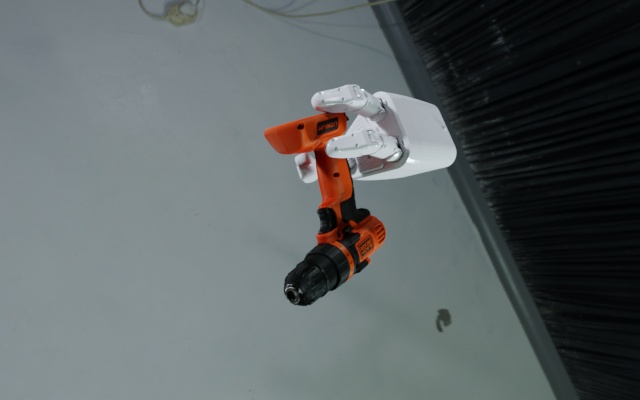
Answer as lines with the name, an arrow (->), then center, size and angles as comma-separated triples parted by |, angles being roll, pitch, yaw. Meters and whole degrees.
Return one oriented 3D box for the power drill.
power drill -> 0.000, 0.001, 0.530 | 0.057, 0.188, 0.184 | -8, 14, 34
